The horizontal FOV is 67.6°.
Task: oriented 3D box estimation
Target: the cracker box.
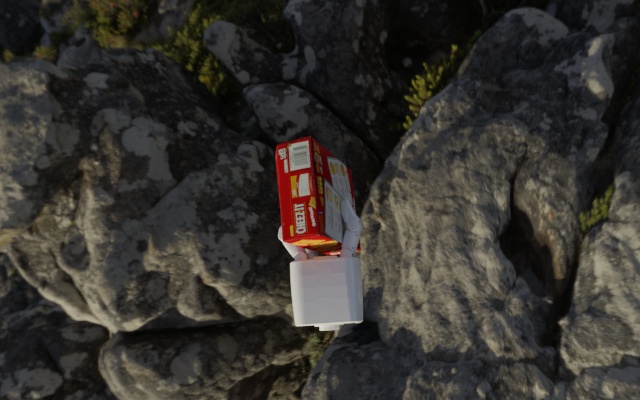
[{"bbox_3d":[0.000,0.003,0.834,0.072,0.164,0.214,-11,-15,19],"label":"cracker box"}]
